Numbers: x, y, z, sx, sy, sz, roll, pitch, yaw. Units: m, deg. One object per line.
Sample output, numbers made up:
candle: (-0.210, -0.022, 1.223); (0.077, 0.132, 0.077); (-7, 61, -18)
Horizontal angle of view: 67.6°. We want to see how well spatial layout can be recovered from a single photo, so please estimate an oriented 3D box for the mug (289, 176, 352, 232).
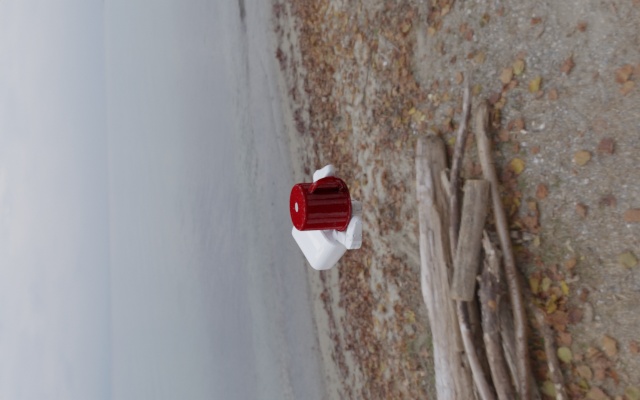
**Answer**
mug: (0.000, 0.002, 0.804); (0.081, 0.093, 0.117); (-3, -36, -22)
